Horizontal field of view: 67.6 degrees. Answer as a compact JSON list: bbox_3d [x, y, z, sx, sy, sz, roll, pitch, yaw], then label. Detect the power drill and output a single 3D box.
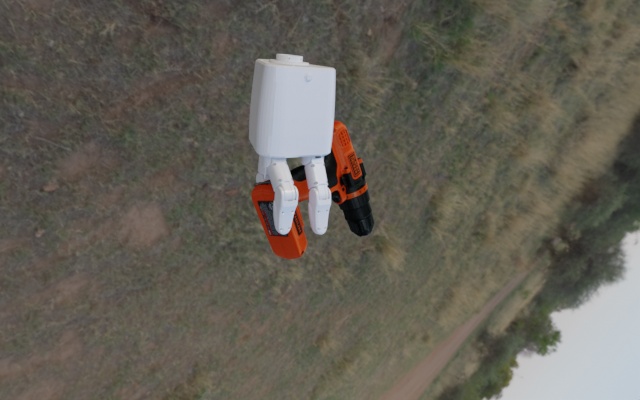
[{"bbox_3d":[0.000,0.002,0.669,0.057,0.184,0.187,-4,24,41],"label":"power drill"}]
